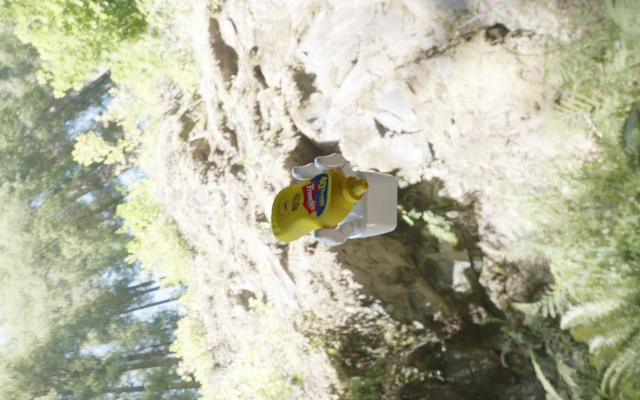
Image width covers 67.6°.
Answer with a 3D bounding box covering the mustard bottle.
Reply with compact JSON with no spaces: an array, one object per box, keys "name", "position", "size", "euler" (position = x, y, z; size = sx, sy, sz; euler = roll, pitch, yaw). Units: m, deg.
[{"name":"mustard bottle","position":[0.000,0.003,0.787],"size":[0.192,0.096,0.058],"euler":[-21,-38,39]}]
